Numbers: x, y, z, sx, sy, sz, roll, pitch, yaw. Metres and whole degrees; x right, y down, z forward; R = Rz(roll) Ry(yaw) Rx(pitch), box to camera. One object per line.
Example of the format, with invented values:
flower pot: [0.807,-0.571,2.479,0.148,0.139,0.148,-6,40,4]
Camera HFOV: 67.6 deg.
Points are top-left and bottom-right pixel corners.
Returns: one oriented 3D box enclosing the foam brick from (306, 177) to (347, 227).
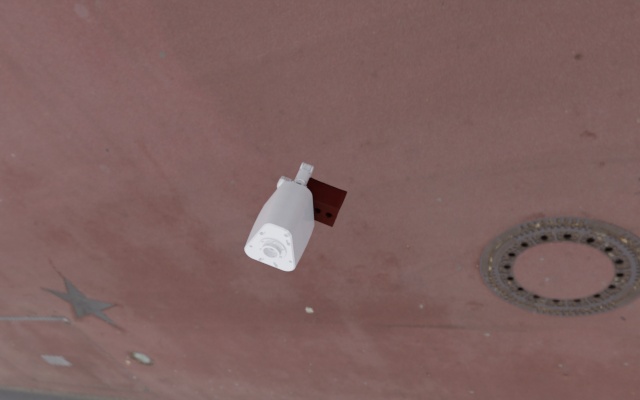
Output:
foam brick: [0.000,0.003,0.867,0.078,0.053,0.051,21,44,1]
